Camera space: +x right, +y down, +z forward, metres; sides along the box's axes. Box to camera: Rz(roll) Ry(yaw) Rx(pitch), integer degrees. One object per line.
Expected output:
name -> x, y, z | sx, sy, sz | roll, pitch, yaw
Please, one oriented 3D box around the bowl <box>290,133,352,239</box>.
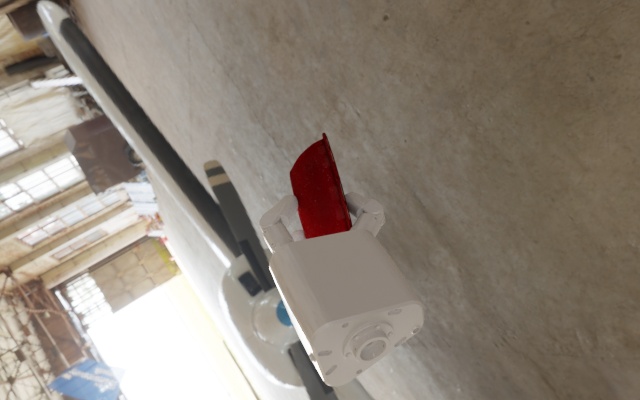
bowl -> 0.000, 0.001, 0.583 | 0.055, 0.162, 0.162 | -15, 0, 0
